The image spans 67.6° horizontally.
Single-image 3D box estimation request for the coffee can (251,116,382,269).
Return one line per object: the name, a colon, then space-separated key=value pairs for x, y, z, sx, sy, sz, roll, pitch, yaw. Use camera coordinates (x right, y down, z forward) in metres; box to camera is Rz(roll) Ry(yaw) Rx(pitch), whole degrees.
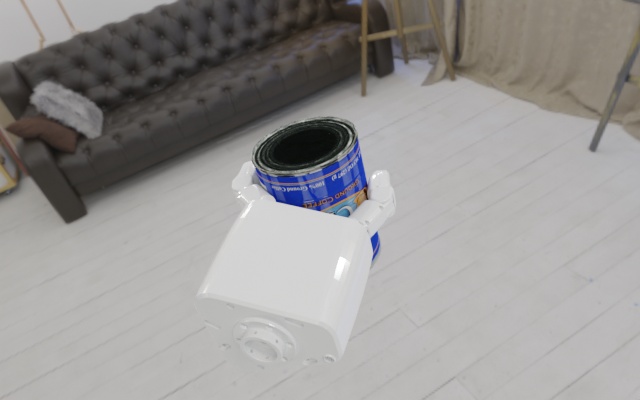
coffee can: x=0.000 y=0.002 z=0.482 sx=0.103 sy=0.140 sz=0.102 roll=-11 pitch=35 yaw=8
